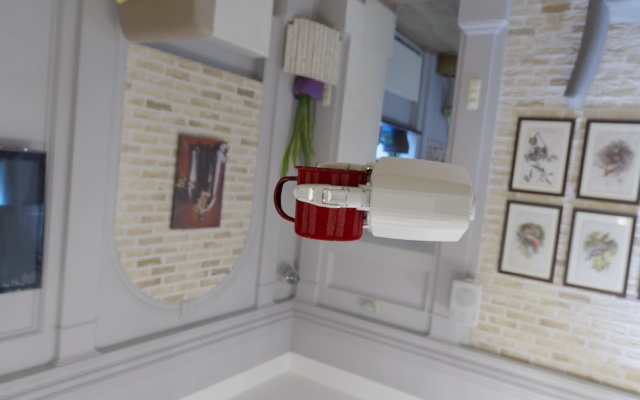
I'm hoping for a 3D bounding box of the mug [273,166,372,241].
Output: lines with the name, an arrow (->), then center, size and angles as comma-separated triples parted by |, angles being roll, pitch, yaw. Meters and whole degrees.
mug -> -0.001, 0.002, 0.568 | 0.117, 0.081, 0.093 | 5, 4, 11
